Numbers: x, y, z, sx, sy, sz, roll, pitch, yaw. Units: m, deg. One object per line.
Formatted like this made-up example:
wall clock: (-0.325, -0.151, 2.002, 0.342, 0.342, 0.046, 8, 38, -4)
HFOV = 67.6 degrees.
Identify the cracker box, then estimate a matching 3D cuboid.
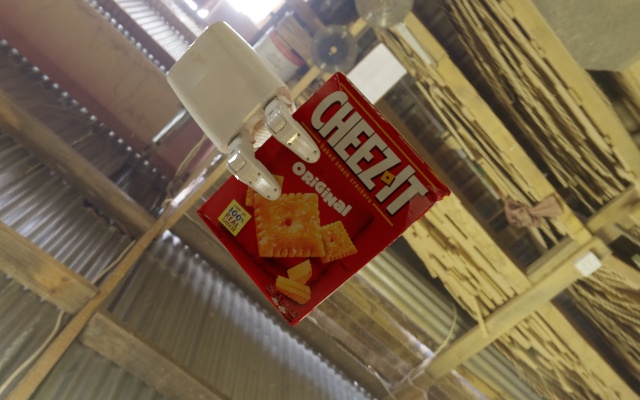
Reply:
cracker box: (0.000, 0.002, 0.503, 0.214, 0.164, 0.072, -43, -8, 14)
